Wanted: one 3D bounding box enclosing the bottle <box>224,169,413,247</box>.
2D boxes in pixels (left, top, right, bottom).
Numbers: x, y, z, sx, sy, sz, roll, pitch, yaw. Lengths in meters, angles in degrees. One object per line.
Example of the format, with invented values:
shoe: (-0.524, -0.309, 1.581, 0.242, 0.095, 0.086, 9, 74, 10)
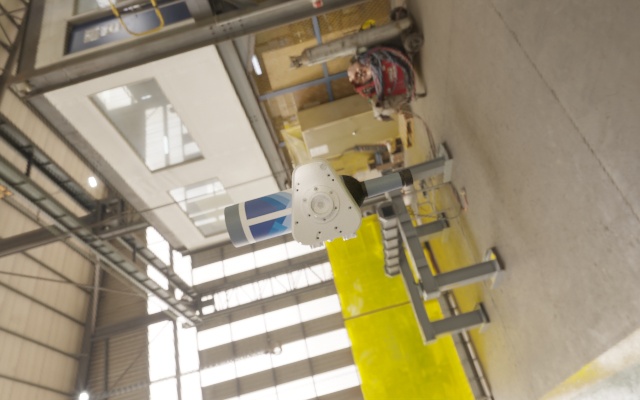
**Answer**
bottle: (0.000, 0.003, 0.752, 0.296, 0.069, 0.069, -16, 0, 1)
